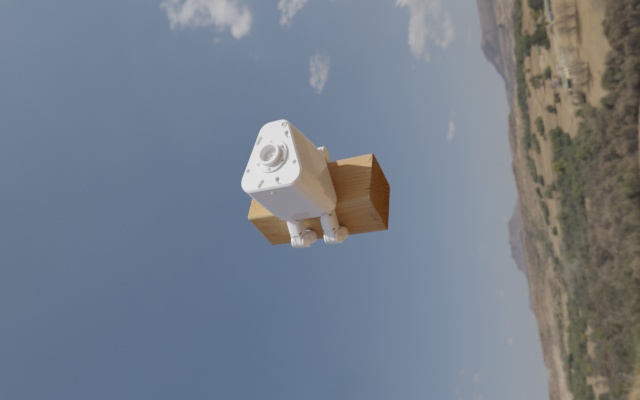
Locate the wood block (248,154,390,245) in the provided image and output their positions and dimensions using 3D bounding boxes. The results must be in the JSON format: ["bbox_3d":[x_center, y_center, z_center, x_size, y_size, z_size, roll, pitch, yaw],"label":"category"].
[{"bbox_3d":[0.000,0.002,0.774,0.206,0.090,0.090,-9,-39,24],"label":"wood block"}]
